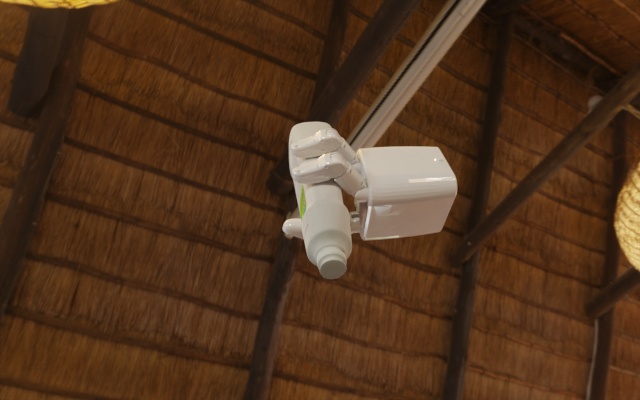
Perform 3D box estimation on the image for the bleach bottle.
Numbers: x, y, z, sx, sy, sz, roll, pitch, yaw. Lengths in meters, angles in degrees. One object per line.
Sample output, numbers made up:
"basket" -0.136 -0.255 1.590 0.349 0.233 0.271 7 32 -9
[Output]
"bleach bottle" 0.000 0.002 0.594 0.068 0.103 0.250 -4 38 -4
